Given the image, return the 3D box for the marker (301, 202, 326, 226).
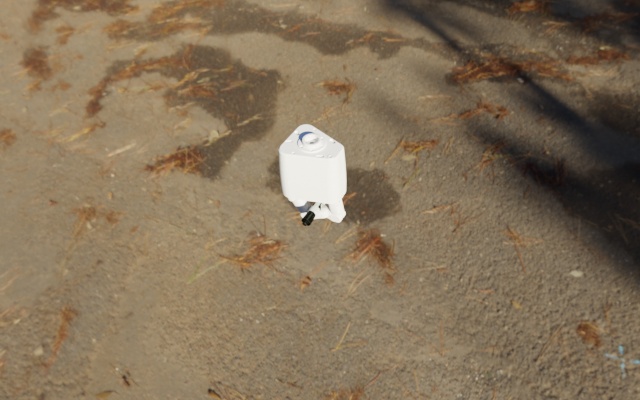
[{"bbox_3d":[0.000,0.003,0.882,0.020,0.020,0.121,0,41,40],"label":"marker"}]
